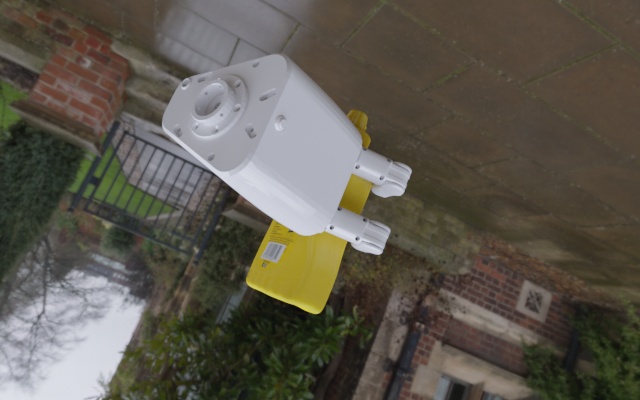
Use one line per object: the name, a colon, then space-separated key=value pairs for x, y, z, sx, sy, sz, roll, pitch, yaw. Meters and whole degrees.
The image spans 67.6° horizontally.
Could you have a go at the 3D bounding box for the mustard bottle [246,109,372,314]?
mustard bottle: x=0.000 y=0.002 z=0.443 sx=0.058 sy=0.191 sz=0.096 roll=29 pitch=-13 yaw=-29
